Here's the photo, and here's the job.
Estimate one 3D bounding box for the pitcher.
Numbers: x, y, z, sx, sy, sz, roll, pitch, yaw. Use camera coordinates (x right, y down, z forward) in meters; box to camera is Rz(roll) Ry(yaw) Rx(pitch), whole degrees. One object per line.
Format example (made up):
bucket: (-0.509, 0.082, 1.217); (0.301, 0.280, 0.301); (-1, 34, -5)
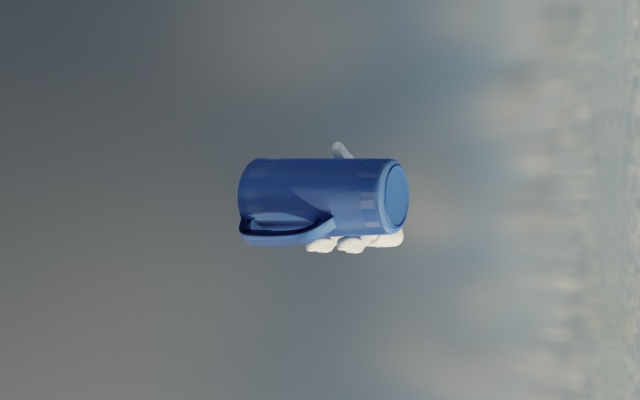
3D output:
pitcher: (0.000, 0.002, 0.721); (0.243, 0.149, 0.145); (-1, -10, 31)
